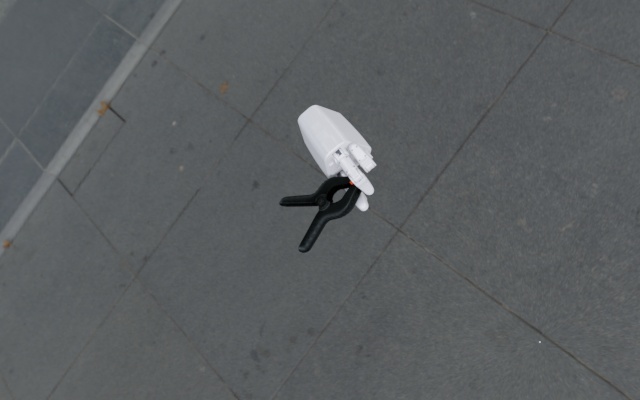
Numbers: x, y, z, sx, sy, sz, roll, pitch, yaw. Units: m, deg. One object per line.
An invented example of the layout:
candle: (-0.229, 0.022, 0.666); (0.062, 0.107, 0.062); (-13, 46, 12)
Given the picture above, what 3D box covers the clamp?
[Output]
clamp: (0.000, 0.003, 0.887); (0.171, 0.120, 0.039); (-40, -24, 9)
